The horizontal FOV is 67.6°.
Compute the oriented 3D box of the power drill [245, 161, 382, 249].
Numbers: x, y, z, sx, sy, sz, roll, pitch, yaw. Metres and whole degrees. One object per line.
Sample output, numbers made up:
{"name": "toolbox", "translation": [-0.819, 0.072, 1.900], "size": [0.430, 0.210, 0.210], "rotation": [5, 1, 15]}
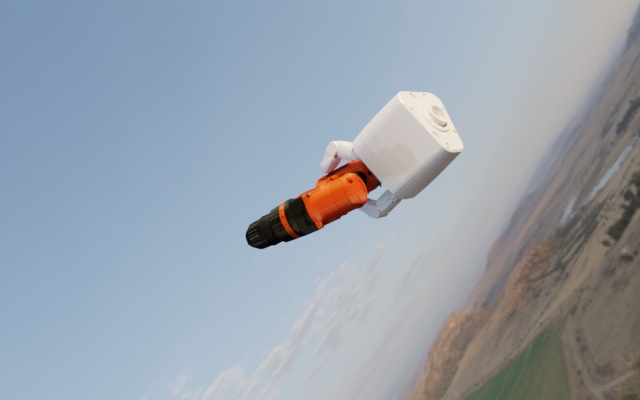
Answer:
{"name": "power drill", "translation": [0.000, 0.002, 0.683], "size": [0.184, 0.057, 0.187], "rotation": [-24, 7, 25]}
